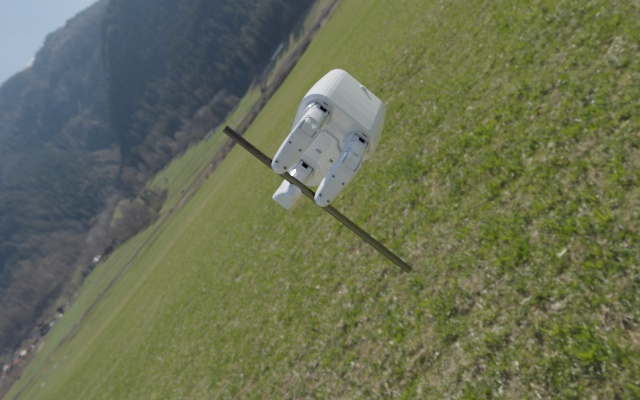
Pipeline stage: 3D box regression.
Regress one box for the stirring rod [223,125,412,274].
[{"bbox_3d":[0.000,0.002,0.489,0.239,0.011,0.011,38,-6,-8],"label":"stirring rod"}]
